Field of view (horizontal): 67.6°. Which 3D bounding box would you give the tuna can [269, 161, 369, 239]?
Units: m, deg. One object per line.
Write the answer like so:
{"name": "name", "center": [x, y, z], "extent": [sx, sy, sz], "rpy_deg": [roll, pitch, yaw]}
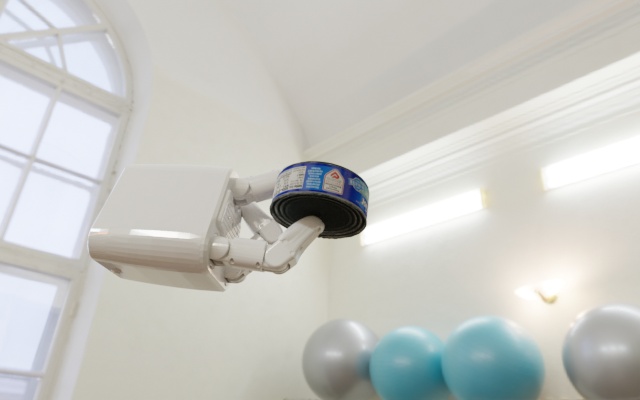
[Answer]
{"name": "tuna can", "center": [0.000, 0.001, 0.422], "extent": [0.086, 0.033, 0.086], "rpy_deg": [8, -28, 4]}
